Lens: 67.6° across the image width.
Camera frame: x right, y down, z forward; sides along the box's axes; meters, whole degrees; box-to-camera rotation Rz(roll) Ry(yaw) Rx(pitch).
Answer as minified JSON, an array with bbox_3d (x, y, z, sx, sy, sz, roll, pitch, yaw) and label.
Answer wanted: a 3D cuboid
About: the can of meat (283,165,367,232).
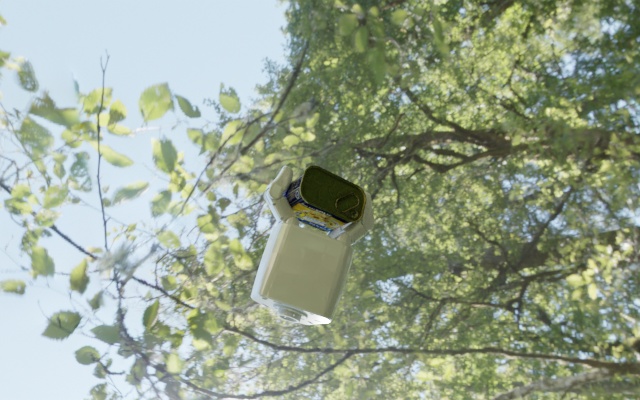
[{"bbox_3d":[0.000,0.002,0.687,0.102,0.057,0.084,24,-26,-20],"label":"can of meat"}]
